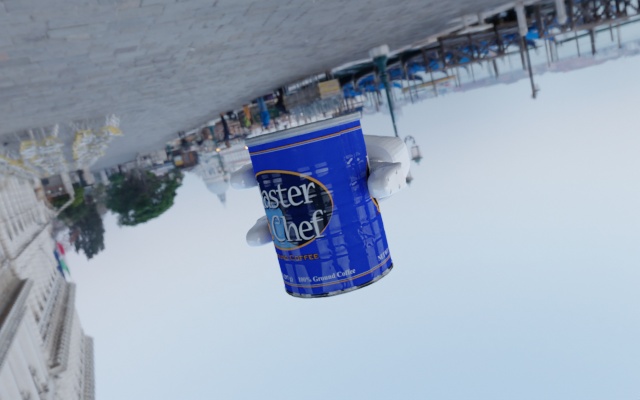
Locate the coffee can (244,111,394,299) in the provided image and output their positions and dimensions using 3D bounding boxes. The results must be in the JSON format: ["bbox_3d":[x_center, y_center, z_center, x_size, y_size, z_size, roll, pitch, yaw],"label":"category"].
[{"bbox_3d":[0.000,0.001,0.425,0.103,0.140,0.103,-13,9,2],"label":"coffee can"}]
